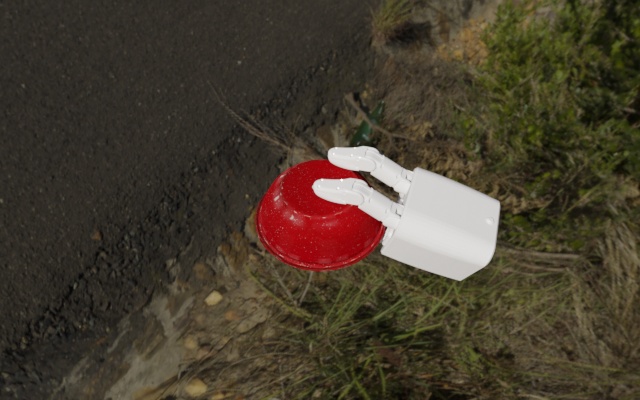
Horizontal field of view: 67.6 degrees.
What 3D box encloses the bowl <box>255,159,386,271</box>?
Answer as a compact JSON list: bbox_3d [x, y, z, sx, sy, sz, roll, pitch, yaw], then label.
[{"bbox_3d":[-0.001,0.002,0.568,0.162,0.162,0.055,0,-41,2],"label":"bowl"}]
